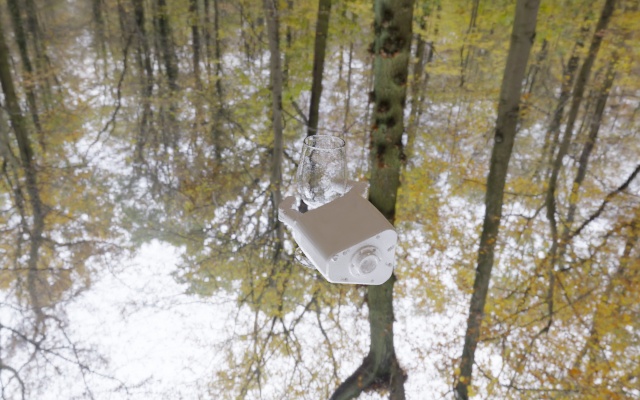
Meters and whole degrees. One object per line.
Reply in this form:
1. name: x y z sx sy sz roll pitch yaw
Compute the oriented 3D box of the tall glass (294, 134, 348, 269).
1. tall glass: 0.000 0.003 0.740 0.079 0.201 0.079 3 27 -1
